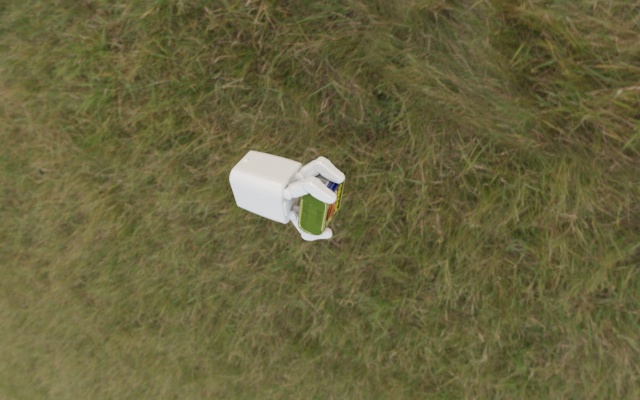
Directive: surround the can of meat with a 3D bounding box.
[{"bbox_3d":[0.000,0.003,0.878,0.057,0.102,0.084,20,42,12],"label":"can of meat"}]
